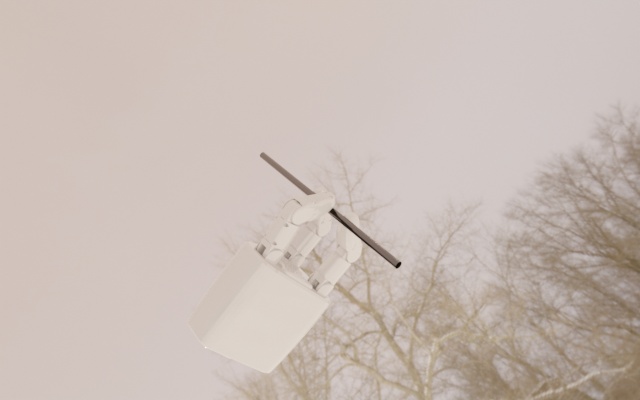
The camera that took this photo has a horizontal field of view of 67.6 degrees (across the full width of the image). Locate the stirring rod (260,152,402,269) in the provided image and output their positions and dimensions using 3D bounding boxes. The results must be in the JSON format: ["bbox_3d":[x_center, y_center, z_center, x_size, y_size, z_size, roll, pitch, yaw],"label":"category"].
[{"bbox_3d":[0.000,0.002,0.519,0.011,0.011,0.239,0,29,-44],"label":"stirring rod"}]
